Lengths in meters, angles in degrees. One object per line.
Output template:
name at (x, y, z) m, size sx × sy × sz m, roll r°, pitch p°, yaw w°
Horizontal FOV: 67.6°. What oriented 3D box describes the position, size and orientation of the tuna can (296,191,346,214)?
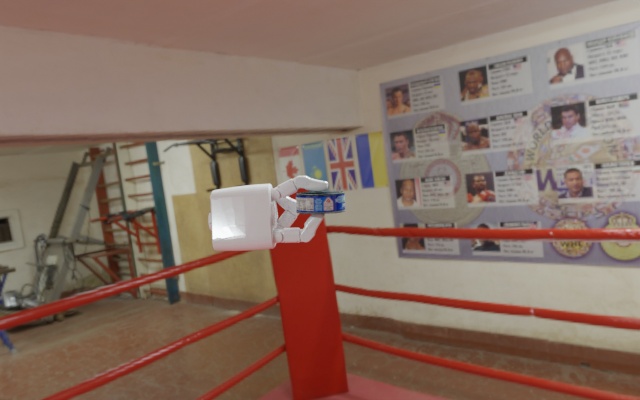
tuna can at (0.000, 0.002, 0.824) m, size 0.086 × 0.034 × 0.086 m, roll -2°, pitch 5°, yaw 0°
